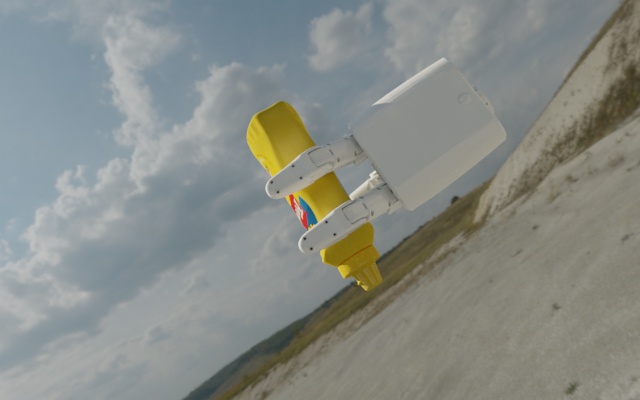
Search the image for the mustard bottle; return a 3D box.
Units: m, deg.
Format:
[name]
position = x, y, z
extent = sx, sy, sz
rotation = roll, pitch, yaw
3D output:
[mustard bottle]
position = 0.000, 0.001, 0.465
extent = 0.058, 0.191, 0.096
rotation = -31, -13, -12
